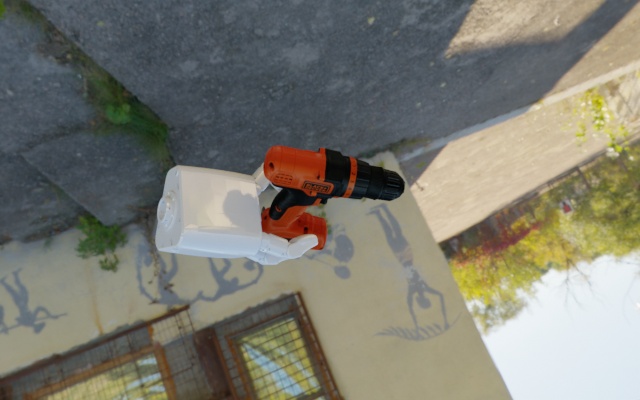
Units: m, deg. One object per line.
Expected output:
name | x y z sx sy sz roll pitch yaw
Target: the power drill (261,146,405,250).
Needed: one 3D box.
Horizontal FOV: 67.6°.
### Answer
power drill | 0.000 0.002 0.656 0.184 0.057 0.188 12 -36 -13
